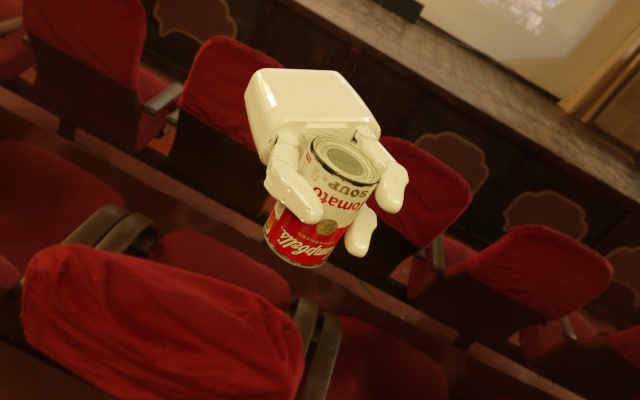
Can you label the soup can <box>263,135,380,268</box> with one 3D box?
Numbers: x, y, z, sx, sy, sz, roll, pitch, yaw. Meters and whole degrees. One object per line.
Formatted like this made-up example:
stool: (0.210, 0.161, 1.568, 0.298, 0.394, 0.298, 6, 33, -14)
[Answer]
soup can: (0.000, 0.001, 0.425, 0.068, 0.102, 0.068, 22, 32, -15)
